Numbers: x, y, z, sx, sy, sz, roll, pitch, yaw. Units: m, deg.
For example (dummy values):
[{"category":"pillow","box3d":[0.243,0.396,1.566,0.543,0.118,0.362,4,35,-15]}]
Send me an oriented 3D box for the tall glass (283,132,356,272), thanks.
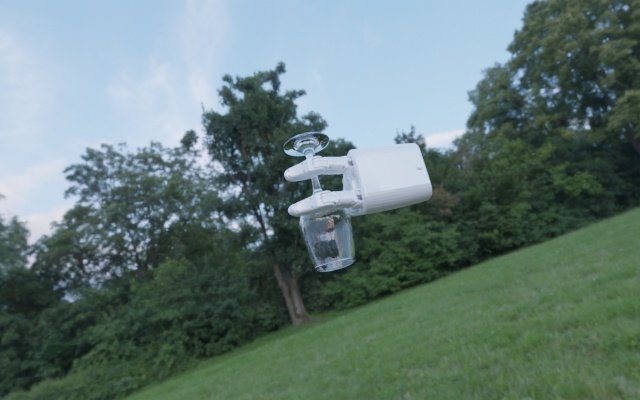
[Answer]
[{"category":"tall glass","box3d":[0.000,0.002,0.718,0.079,0.201,0.079,-12,-19,-4]}]
